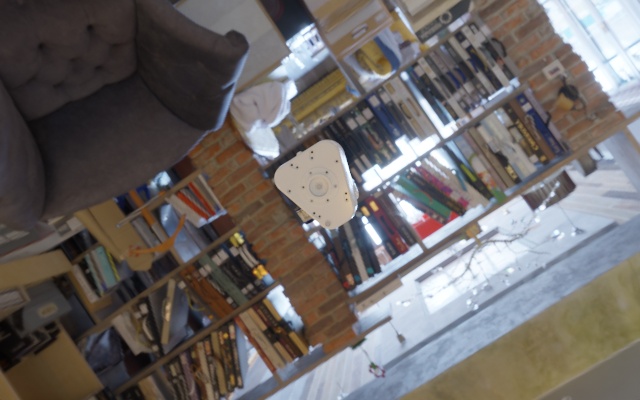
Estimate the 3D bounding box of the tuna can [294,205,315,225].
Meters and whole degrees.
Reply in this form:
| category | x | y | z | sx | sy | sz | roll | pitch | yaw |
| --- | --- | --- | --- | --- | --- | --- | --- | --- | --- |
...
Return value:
| category | x | y | z | sx | sy | sz | roll | pitch | yaw |
| --- | --- | --- | --- | --- | --- | --- | --- | --- | --- |
| tuna can | 0.000 | 0.003 | 0.786 | 0.086 | 0.034 | 0.086 | -35 | 4 | 3 |
